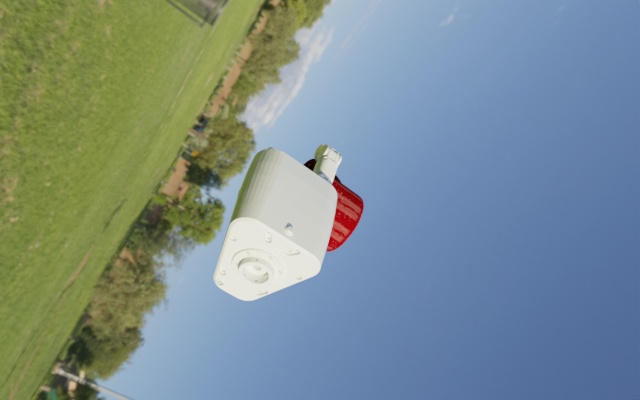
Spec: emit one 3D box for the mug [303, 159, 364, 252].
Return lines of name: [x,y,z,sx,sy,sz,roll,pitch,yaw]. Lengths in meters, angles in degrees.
mug: [0.000,0.001,0.593,0.081,0.117,0.093,34,-52,-16]
